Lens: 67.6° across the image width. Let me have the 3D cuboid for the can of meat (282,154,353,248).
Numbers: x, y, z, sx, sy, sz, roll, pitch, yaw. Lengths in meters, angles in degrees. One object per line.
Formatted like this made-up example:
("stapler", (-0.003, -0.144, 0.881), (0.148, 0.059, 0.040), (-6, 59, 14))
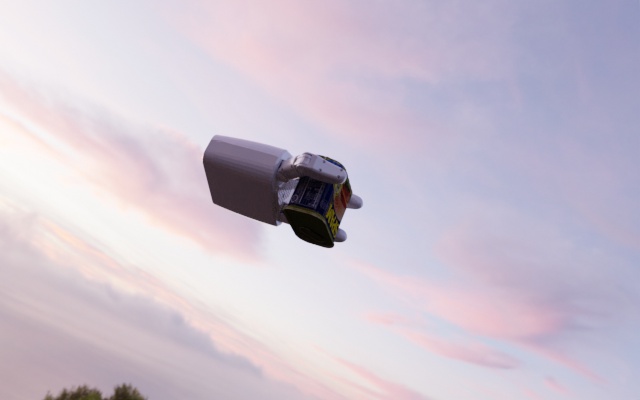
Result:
("can of meat", (0.000, 0.002, 0.620), (0.057, 0.084, 0.102), (14, -25, 19))
